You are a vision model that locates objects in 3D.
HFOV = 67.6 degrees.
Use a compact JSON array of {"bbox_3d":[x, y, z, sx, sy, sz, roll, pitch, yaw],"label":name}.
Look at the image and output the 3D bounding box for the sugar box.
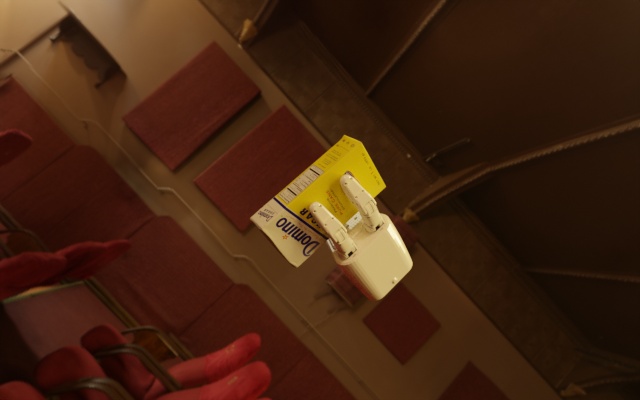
[{"bbox_3d":[0.001,0.002,0.657,0.048,0.176,0.093,33,-17,51],"label":"sugar box"}]
